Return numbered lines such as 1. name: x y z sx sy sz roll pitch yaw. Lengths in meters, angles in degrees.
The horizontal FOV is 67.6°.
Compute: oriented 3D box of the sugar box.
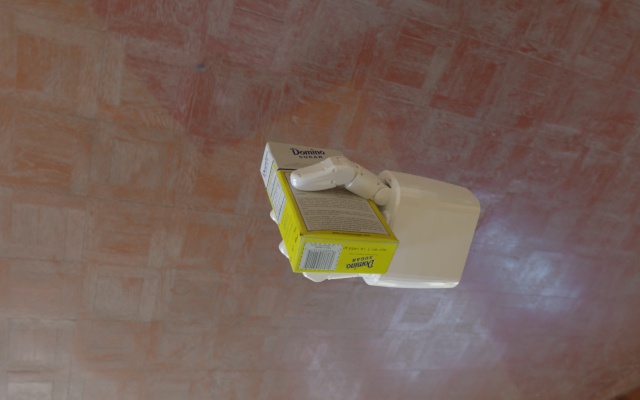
1. sugar box: 0.000 0.002 0.482 0.093 0.048 0.176 6 29 -20
